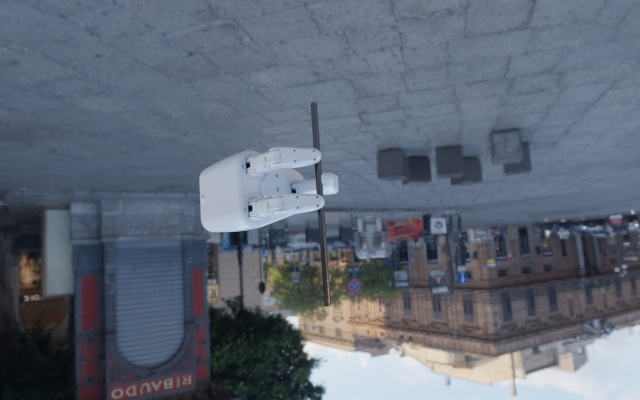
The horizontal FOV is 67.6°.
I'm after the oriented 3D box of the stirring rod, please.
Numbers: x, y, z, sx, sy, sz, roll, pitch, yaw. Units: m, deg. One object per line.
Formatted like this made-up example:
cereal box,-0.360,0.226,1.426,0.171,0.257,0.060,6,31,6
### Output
stirring rod,0.000,0.002,0.561,0.011,0.239,0.011,-4,-7,0
